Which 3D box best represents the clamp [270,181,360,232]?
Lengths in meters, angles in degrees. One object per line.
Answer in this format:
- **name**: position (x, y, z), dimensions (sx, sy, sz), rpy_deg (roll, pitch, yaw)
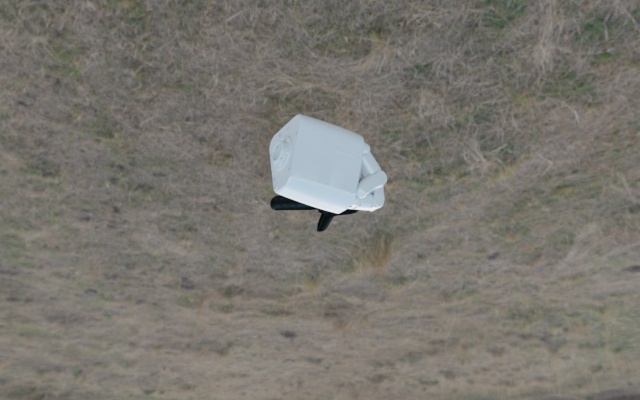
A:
- **clamp**: position (0.000, 0.003, 0.775), dimensions (0.120, 0.039, 0.171), rpy_deg (17, -31, -29)
